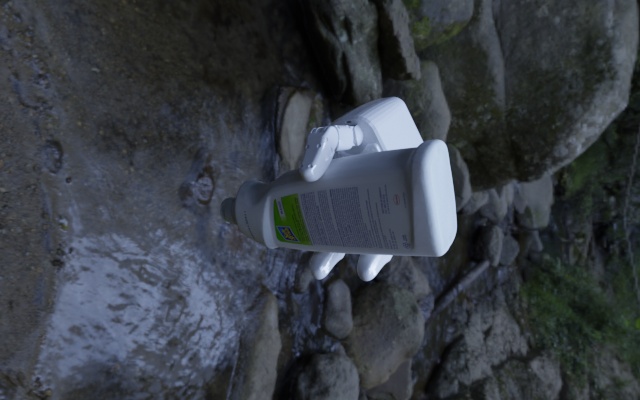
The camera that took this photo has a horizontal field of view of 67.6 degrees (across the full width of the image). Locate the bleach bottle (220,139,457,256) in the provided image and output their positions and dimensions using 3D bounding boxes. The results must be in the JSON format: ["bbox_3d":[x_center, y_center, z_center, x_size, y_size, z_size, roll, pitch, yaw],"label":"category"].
[{"bbox_3d":[0.000,0.002,0.475,0.251,0.102,0.068,-1,21,32],"label":"bleach bottle"}]
